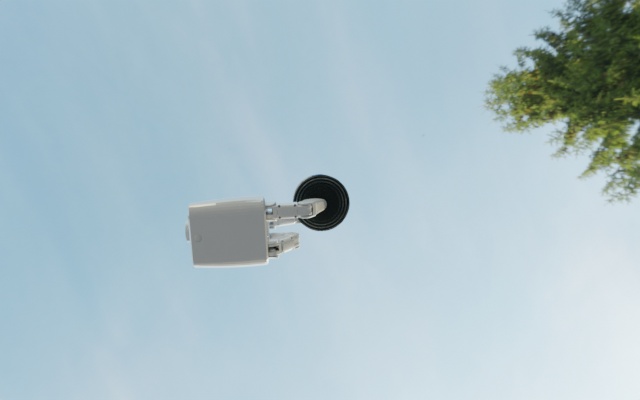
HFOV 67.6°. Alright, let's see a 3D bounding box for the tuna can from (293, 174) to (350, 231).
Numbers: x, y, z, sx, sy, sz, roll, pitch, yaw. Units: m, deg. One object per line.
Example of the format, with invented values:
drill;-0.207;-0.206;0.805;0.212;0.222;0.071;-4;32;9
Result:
tuna can;0.000;0.002;0.733;0.086;0.086;0.033;0;7;-5
